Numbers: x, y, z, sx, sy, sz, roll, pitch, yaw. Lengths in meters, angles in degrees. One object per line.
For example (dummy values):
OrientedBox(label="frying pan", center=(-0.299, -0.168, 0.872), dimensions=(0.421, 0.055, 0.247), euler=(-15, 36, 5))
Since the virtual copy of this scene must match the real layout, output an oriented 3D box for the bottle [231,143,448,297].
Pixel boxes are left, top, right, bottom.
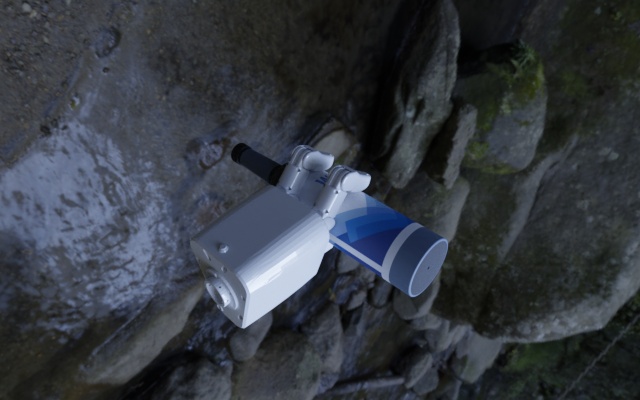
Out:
OrientedBox(label="bottle", center=(0.000, 0.002, 0.546), dimensions=(0.295, 0.069, 0.069), euler=(31, 18, 32))
